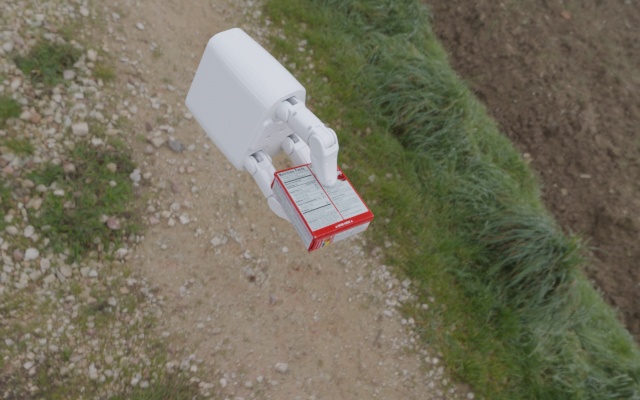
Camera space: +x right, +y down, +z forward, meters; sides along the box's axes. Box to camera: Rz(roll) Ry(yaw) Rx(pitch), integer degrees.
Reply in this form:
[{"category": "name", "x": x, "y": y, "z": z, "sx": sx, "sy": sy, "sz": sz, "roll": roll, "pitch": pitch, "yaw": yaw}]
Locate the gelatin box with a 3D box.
[{"category": "gelatin box", "x": 0.000, "y": 0.002, "z": 0.497, "sx": 0.073, "sy": 0.089, "sz": 0.030, "roll": -18, "pitch": -30, "yaw": -29}]
